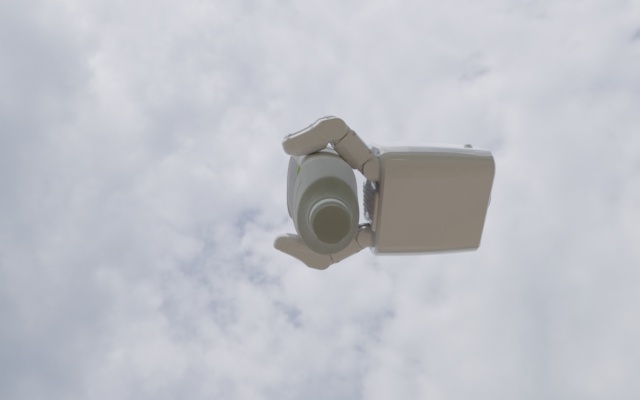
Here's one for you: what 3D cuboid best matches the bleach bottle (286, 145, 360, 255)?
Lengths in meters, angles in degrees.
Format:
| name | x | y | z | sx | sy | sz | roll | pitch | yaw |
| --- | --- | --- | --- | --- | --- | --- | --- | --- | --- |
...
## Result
| name | x | y | z | sx | sy | sz | roll | pitch | yaw |
| --- | --- | --- | --- | --- | --- | --- | --- | --- | --- |
| bleach bottle | 0.000 | 0.001 | 0.464 | 0.068 | 0.102 | 0.250 | 0 | 11 | -4 |
